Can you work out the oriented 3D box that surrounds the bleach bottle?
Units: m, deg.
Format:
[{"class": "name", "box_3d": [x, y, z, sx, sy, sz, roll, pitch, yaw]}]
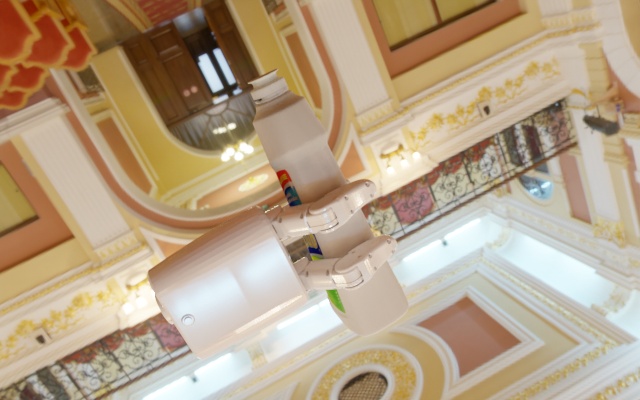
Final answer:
[{"class": "bleach bottle", "box_3d": [0.000, 0.001, 0.445, 0.068, 0.251, 0.102, -29, 19, -10]}]
